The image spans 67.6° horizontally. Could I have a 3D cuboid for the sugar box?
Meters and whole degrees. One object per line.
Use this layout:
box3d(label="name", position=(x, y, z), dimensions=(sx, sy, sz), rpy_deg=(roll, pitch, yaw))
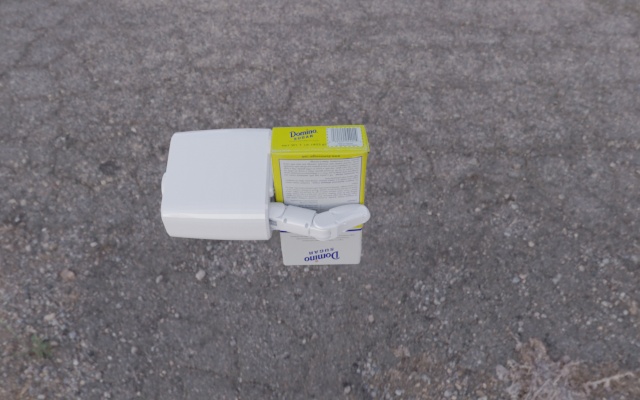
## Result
box3d(label="sugar box", position=(0.000, 0.001, 0.514), dimensions=(0.093, 0.048, 0.176), rpy_deg=(-1, -41, -1))
